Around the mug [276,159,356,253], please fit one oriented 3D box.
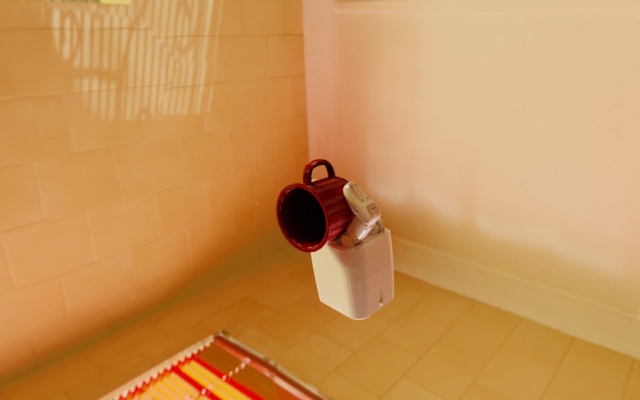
[{"bbox_3d":[0.000,0.001,0.640,0.093,0.117,0.081,7,19,40],"label":"mug"}]
